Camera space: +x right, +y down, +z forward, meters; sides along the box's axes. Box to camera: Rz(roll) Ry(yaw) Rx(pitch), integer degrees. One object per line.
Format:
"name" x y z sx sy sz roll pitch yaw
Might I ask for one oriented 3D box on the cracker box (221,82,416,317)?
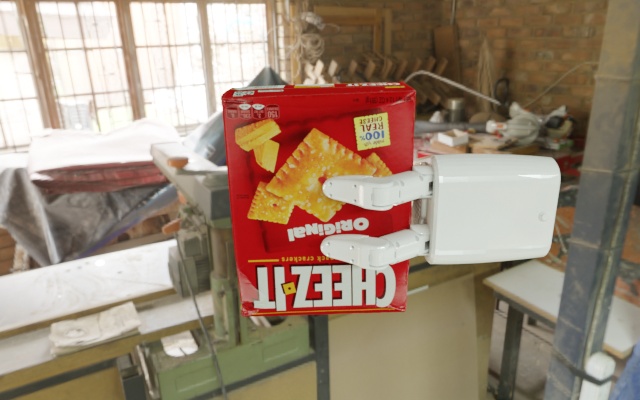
"cracker box" 0.000 0.001 0.450 0.164 0.214 0.072 -1 19 0
